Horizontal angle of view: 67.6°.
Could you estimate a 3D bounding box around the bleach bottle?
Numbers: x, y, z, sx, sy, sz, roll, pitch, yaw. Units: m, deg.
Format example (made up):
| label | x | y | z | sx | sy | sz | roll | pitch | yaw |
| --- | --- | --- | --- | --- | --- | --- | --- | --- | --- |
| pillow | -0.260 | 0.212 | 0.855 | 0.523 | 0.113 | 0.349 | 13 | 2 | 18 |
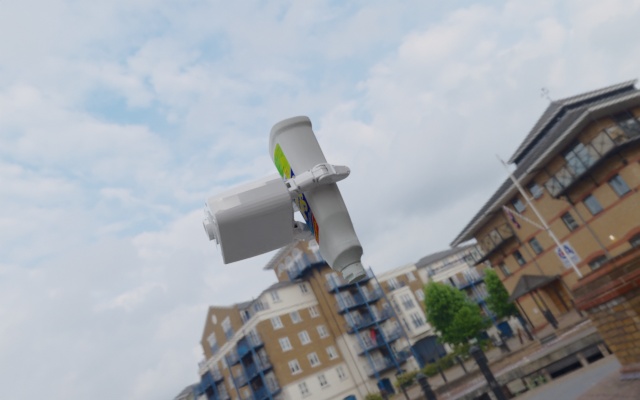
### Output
| label | x | y | z | sx | sy | sz | roll | pitch | yaw |
| --- | --- | --- | --- | --- | --- | --- | --- | --- | --- |
| bleach bottle | 0.000 | 0.002 | 0.703 | 0.068 | 0.250 | 0.103 | -19 | -24 | -18 |
